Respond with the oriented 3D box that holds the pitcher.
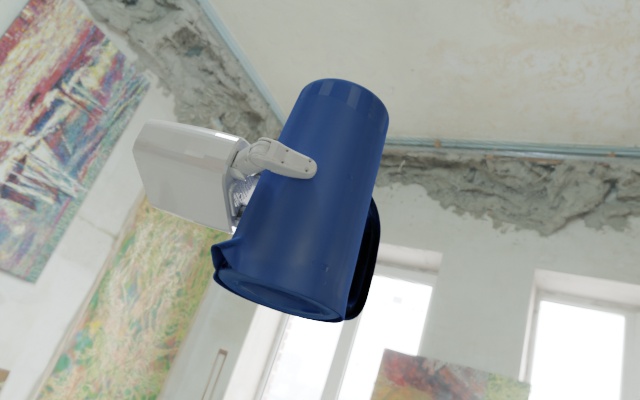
[{"bbox_3d":[0.000,0.002,0.508,0.145,0.242,0.149,15,-23,11],"label":"pitcher"}]
